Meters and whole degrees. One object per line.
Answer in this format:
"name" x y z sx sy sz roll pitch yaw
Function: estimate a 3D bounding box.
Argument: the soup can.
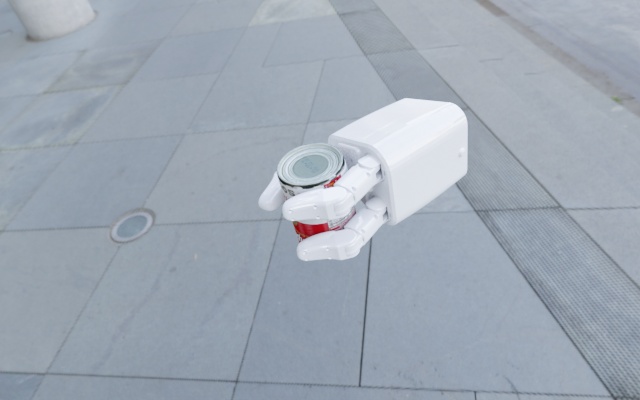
"soup can" 0.000 0.002 0.484 0.068 0.102 0.068 -8 41 8
